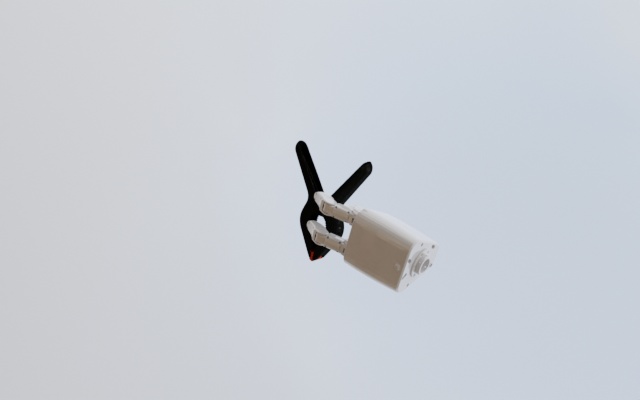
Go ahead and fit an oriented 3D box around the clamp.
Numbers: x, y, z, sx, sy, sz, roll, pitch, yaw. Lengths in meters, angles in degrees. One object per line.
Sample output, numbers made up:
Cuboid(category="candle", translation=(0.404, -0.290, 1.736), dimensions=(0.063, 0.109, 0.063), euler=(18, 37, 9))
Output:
Cuboid(category="clamp", translation=(0.001, 0.003, 0.838), dimensions=(0.164, 0.210, 0.036), euler=(30, 26, 36))
